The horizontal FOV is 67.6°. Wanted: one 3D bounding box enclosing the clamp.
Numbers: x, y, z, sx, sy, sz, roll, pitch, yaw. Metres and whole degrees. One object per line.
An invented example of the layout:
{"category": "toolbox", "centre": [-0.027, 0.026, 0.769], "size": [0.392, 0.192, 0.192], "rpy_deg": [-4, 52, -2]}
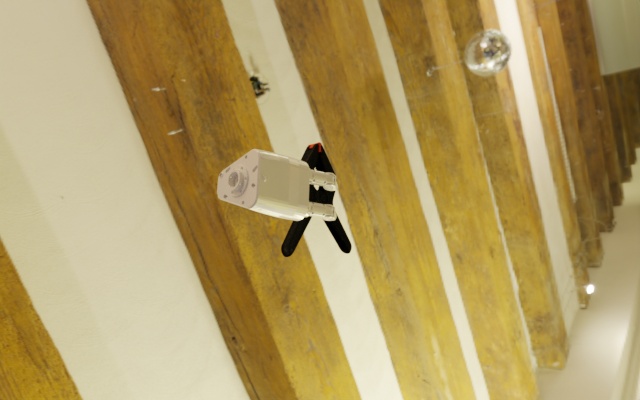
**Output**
{"category": "clamp", "centre": [-0.001, 0.002, 0.863], "size": [0.036, 0.210, 0.164], "rpy_deg": [-7, -14, 43]}
